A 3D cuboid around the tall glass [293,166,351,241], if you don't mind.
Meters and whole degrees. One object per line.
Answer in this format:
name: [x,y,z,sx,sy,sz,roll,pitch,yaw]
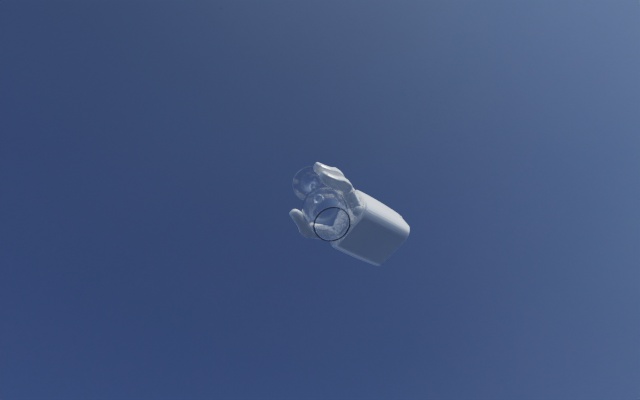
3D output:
tall glass: [0.000,0.003,0.866,0.079,0.079,0.201,0,21,-12]
